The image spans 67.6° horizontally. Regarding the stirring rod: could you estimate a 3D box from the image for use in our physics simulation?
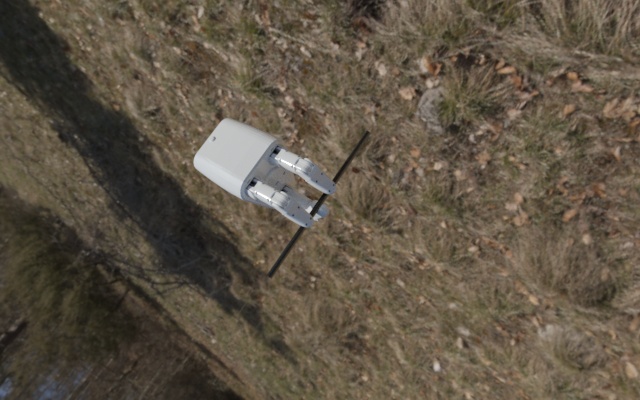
[{"bbox_3d":[0.000,0.002,0.642,0.011,0.239,0.011,33,-12,8],"label":"stirring rod"}]
